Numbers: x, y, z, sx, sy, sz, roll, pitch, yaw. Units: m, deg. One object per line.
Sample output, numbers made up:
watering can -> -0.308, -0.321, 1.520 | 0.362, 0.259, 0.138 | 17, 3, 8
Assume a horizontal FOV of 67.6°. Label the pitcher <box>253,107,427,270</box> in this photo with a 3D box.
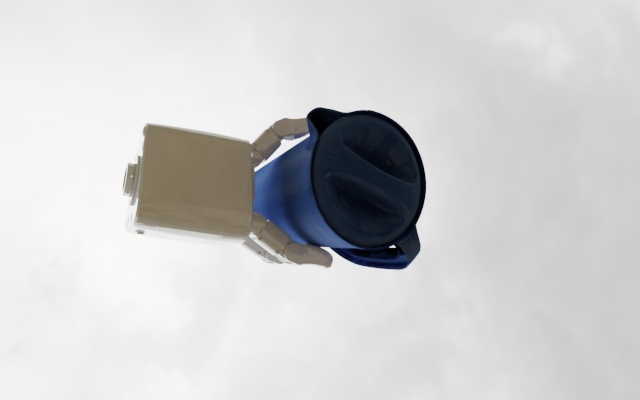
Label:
pitcher -> 0.000, 0.002, 0.548 | 0.145, 0.149, 0.243 | 7, -10, -27
